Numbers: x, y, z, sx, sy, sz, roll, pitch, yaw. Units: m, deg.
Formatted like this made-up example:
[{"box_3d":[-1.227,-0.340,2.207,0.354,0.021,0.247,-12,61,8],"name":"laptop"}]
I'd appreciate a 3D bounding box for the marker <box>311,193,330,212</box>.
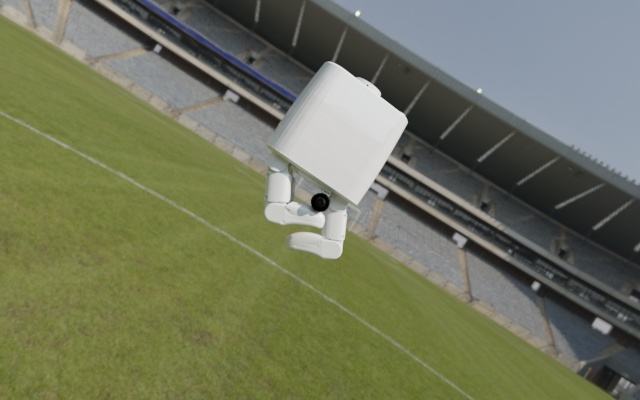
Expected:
[{"box_3d":[0.000,0.002,0.517,0.020,0.020,0.121,0,0,0],"name":"marker"}]
